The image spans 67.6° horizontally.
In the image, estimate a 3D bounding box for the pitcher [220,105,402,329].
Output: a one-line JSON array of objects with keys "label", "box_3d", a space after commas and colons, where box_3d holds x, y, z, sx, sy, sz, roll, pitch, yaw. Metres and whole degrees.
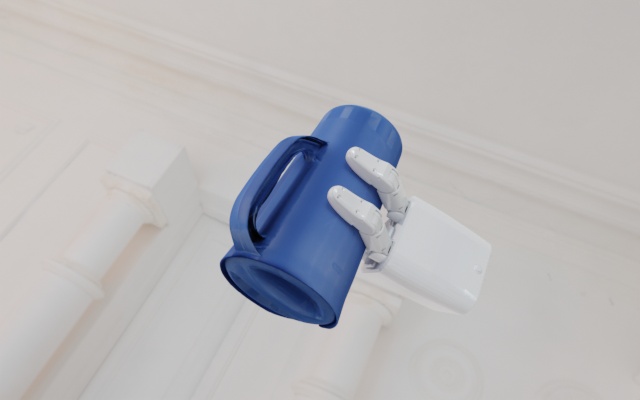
[{"label": "pitcher", "box_3d": [0.000, 0.002, 0.528, 0.145, 0.242, 0.149, 30, -30, -2]}]
